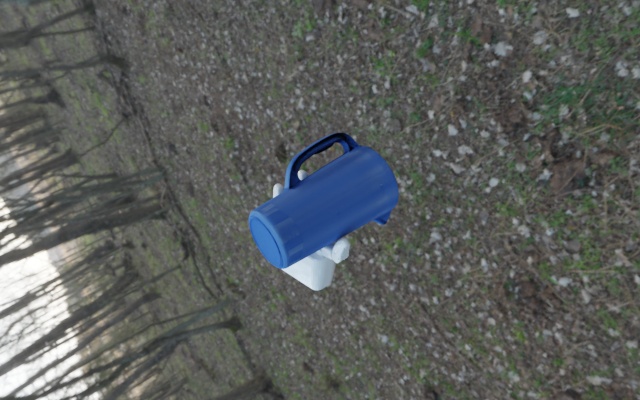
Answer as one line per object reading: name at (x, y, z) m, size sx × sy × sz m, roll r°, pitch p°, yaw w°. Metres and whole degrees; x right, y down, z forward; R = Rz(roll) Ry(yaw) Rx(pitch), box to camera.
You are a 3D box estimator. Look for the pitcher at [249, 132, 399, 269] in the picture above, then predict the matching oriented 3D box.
pitcher at (0.000, 0.003, 0.811) m, size 0.243 × 0.145 × 0.149 m, roll -30°, pitch 57°, yaw -27°
